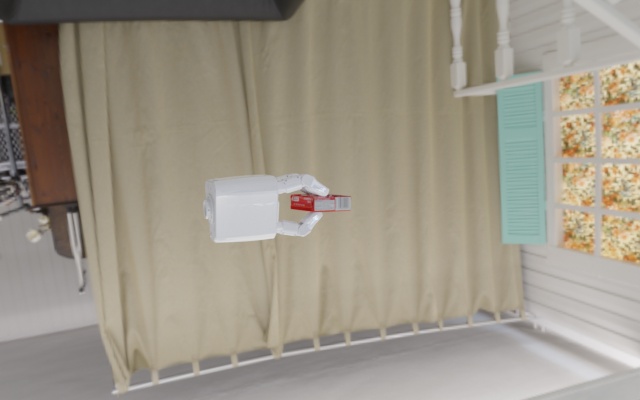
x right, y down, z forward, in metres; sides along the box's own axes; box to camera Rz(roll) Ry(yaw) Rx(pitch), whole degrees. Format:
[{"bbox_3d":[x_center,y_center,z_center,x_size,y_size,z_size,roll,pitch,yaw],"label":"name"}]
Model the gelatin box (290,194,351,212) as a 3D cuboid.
[{"bbox_3d":[0.000,0.003,0.878,0.089,0.030,0.073,-1,5,-36],"label":"gelatin box"}]
